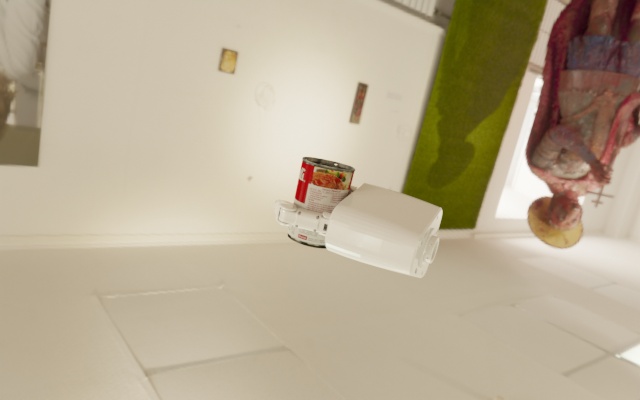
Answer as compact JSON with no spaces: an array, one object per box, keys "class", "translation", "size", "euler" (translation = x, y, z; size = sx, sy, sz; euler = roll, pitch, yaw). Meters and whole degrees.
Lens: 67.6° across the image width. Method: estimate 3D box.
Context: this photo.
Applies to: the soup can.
[{"class":"soup can","translation":[0.000,0.002,0.603],"size":[0.068,0.102,0.068],"euler":[12,11,-2]}]
